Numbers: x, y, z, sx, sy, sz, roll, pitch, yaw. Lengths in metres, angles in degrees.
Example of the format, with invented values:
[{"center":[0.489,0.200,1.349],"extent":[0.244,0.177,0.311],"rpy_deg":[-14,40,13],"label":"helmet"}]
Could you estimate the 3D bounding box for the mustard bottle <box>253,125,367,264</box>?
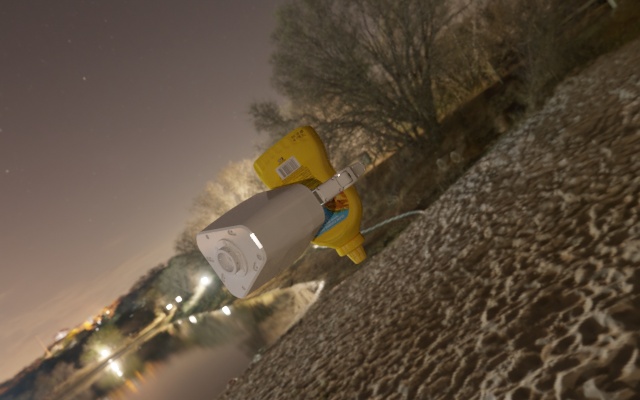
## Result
[{"center":[0.000,0.002,0.637],"extent":[0.096,0.191,0.058],"rpy_deg":[-35,1,21],"label":"mustard bottle"}]
